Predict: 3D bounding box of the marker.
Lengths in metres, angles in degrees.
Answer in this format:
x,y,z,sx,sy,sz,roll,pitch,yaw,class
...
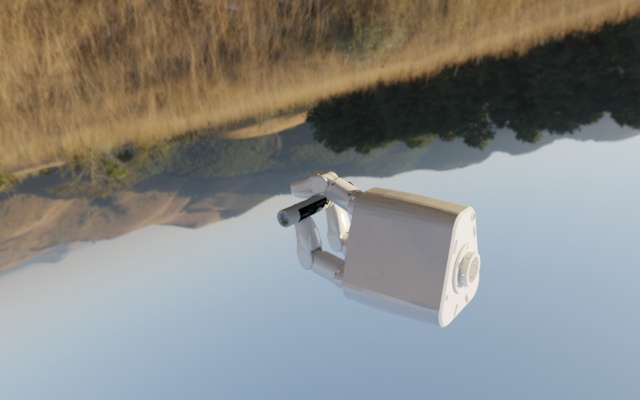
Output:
x,y,z,sx,sy,sz,roll,pitch,yaw,class
0.000,0.002,0.521,0.020,0.020,0.121,0,16,40,marker
